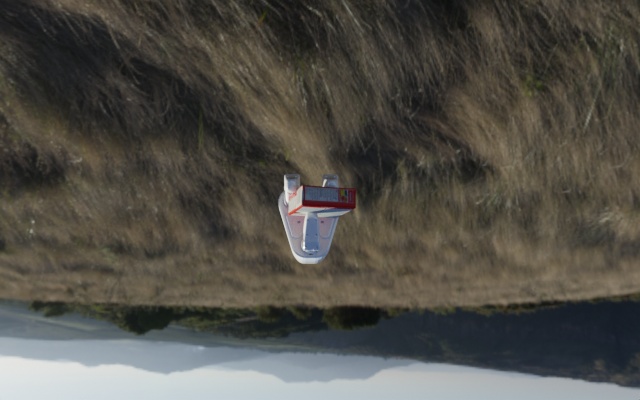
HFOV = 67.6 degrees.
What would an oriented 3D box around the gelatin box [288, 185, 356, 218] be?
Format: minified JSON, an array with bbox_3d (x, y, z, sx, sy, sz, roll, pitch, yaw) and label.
[{"bbox_3d":[0.000,0.003,0.650,0.073,0.030,0.089,4,-11,-15],"label":"gelatin box"}]
